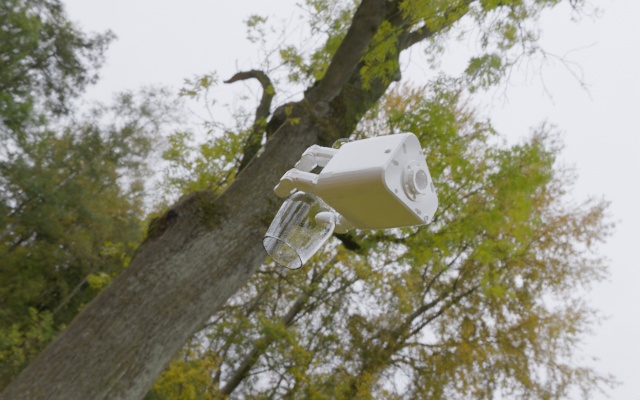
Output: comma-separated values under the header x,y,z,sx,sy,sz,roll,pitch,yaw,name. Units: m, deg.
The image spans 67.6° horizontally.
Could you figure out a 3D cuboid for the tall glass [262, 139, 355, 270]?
x,y,z,sx,sy,sz,roll,pitch,yaw,name
0.000,0.002,0.668,0.079,0.079,0.201,0,42,43,tall glass
